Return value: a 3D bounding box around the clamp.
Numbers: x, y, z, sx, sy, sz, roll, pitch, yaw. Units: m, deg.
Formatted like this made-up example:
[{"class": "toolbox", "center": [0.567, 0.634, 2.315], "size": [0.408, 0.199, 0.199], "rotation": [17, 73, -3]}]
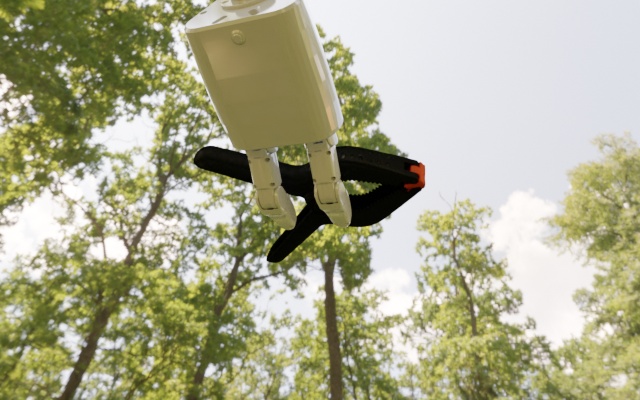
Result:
[{"class": "clamp", "center": [0.001, 0.001, 0.473], "size": [0.210, 0.036, 0.165], "rotation": [-6, -46, 17]}]
